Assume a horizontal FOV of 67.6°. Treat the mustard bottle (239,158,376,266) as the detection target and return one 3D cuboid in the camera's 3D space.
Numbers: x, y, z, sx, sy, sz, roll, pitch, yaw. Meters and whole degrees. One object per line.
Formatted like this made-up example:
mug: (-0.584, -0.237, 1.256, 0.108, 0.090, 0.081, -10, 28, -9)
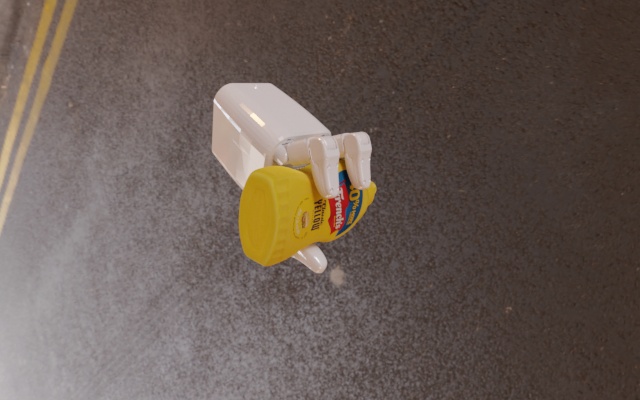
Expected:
mustard bottle: (0.000, 0.002, 0.526, 0.058, 0.096, 0.191, 20, 23, 36)
